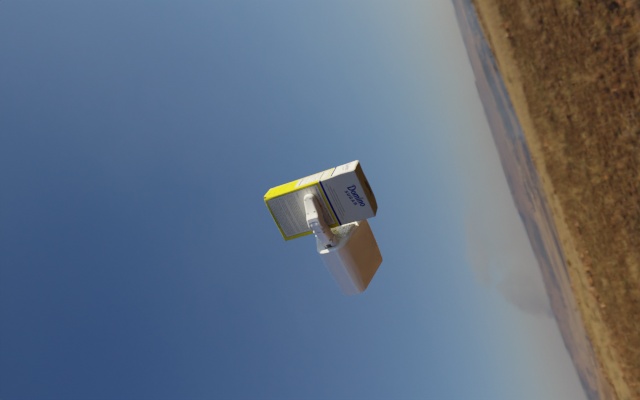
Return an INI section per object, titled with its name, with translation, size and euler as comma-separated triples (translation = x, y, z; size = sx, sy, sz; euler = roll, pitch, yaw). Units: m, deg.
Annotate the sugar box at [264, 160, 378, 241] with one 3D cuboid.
[sugar box]
translation = 0.000, 0.003, 0.816
size = 0.176, 0.093, 0.048
euler = -17, 22, 21
